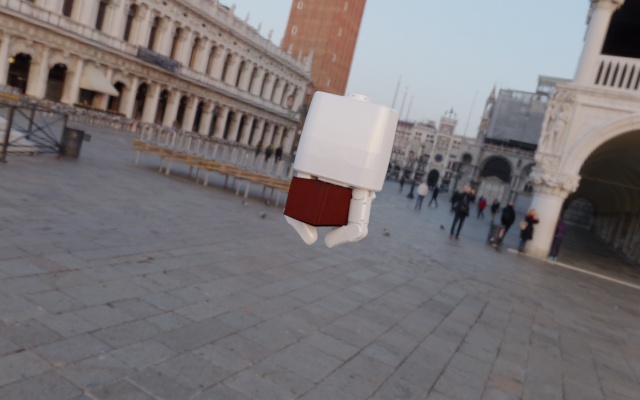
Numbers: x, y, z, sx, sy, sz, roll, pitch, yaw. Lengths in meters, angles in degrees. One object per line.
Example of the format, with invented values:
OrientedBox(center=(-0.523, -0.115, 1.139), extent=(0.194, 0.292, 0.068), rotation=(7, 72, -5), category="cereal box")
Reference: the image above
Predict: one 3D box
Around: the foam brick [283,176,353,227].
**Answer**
OrientedBox(center=(0.000, 0.002, 0.603), extent=(0.053, 0.051, 0.078), rotation=(19, 7, 31), category="foam brick")
